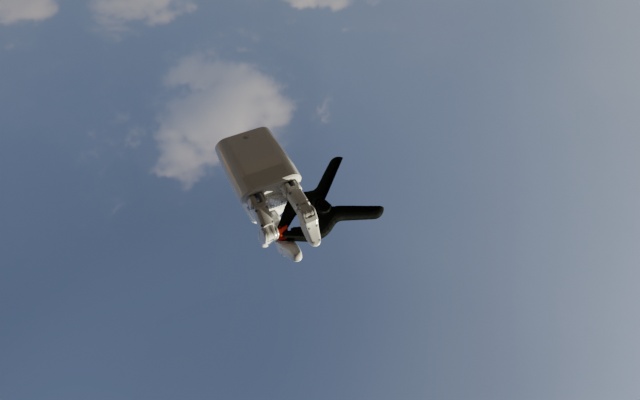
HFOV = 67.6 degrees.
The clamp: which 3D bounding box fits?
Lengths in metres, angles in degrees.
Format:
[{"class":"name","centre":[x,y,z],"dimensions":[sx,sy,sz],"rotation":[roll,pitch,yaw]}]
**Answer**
[{"class":"clamp","centre":[0.000,0.003,0.736],"dimensions":[0.171,0.120,0.039],"rotation":[-22,-26,-22]}]
